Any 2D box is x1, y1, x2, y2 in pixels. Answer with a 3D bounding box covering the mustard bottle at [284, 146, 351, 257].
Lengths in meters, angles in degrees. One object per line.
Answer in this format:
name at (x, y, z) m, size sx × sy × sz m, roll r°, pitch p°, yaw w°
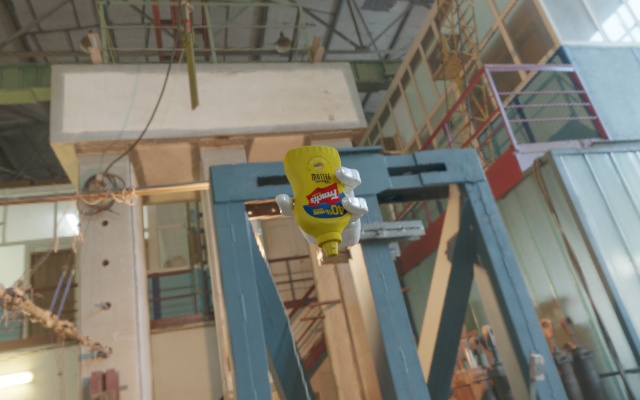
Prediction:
mustard bottle at (0.000, 0.002, 0.800) m, size 0.096 × 0.191 × 0.058 m, roll -3°, pitch -24°, yaw -21°
